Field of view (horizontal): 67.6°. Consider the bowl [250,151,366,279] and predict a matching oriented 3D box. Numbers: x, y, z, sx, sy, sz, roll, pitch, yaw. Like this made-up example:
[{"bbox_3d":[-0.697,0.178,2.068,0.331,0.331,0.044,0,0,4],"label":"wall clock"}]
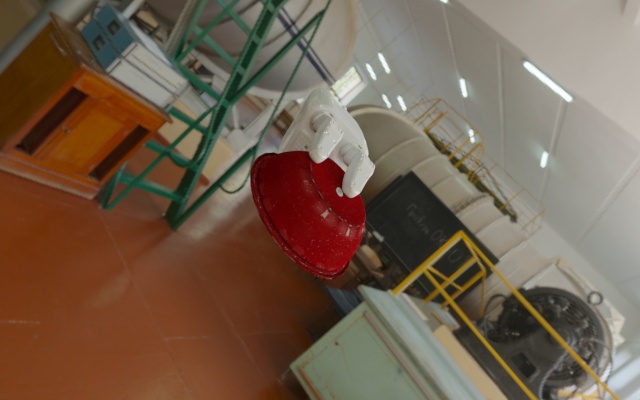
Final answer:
[{"bbox_3d":[0.000,0.002,0.523,0.055,0.162,0.162,-34,-17,26],"label":"bowl"}]
